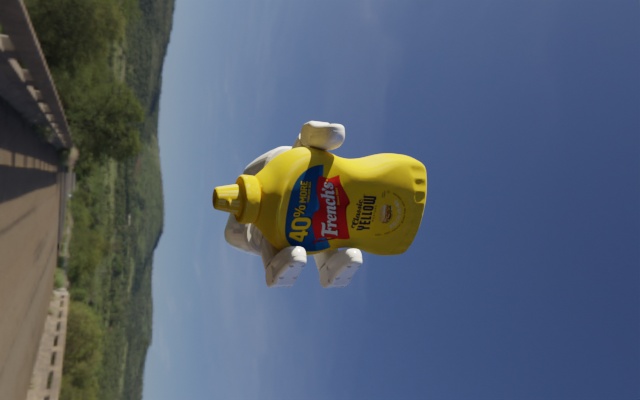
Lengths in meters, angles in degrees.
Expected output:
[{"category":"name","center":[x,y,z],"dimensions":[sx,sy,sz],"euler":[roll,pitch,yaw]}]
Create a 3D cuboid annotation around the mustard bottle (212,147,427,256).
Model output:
[{"category":"mustard bottle","center":[0.000,0.001,0.429],"dimensions":[0.191,0.096,0.058],"euler":[2,20,-25]}]
